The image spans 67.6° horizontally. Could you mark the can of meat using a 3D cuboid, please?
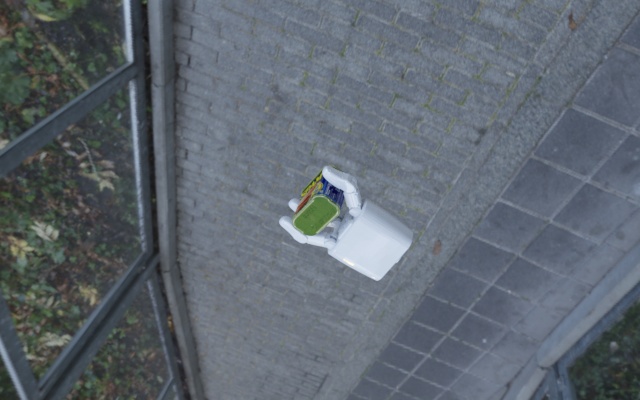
[{"bbox_3d":[0.000,0.003,0.815,0.057,0.084,0.102,35,-50,-13],"label":"can of meat"}]
